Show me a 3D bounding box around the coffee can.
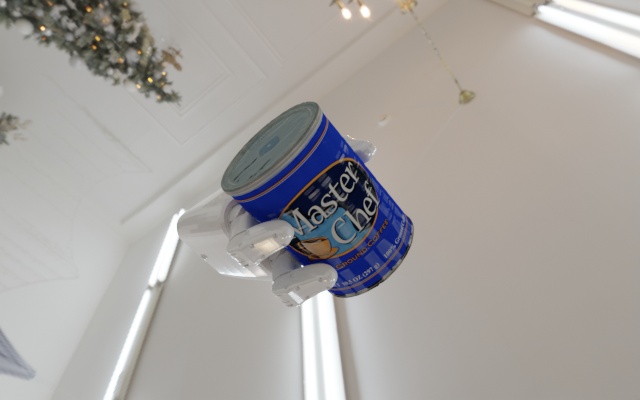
[{"bbox_3d":[0.000,0.001,0.413,0.140,0.102,0.103,48,-25,-25],"label":"coffee can"}]
